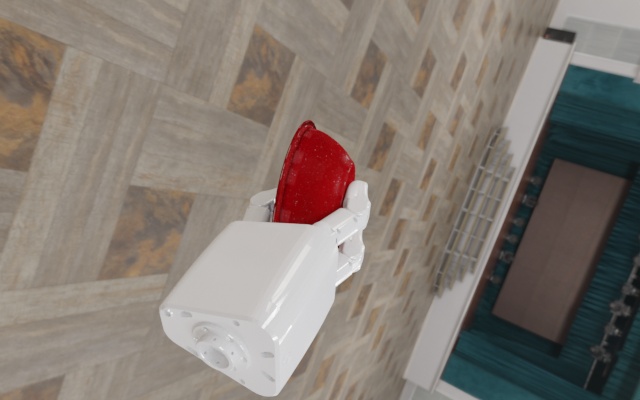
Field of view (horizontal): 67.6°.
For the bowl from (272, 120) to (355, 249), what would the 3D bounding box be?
[{"bbox_3d":[0.001,0.001,0.493,0.055,0.162,0.162,10,2,10],"label":"bowl"}]
